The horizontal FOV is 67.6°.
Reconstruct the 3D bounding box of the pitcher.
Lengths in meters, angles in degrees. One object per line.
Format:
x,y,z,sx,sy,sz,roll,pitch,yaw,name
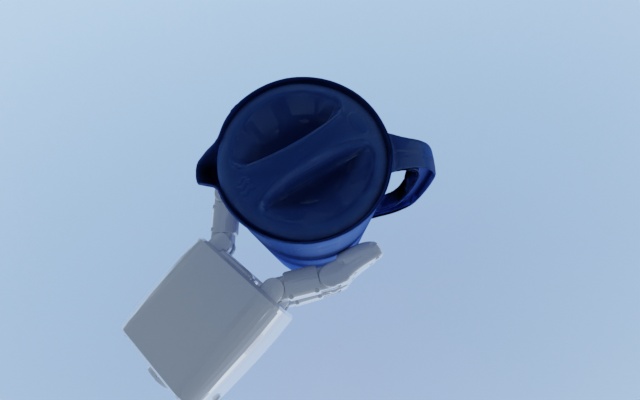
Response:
0.000,0.002,0.458,0.149,0.145,0.243,38,-13,12,pitcher
